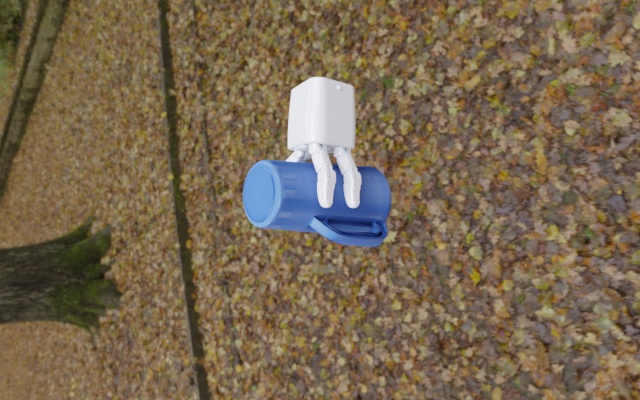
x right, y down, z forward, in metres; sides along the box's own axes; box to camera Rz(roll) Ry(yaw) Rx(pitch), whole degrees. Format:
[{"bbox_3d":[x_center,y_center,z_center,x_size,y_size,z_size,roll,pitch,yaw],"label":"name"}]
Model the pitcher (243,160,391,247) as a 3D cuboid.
[{"bbox_3d":[0.000,0.002,0.814,0.243,0.145,0.149,3,-2,-40],"label":"pitcher"}]
